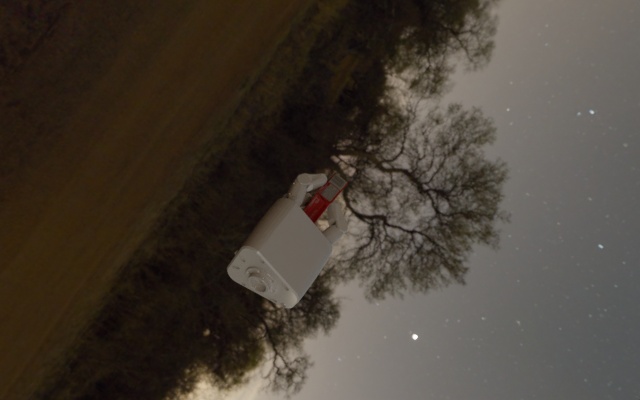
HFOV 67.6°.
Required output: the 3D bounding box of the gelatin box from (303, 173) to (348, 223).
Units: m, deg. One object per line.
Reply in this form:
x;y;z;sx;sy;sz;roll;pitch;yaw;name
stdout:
0.001;0.003;0.769;0.030;0.073;0.089;40;33;1;gelatin box
